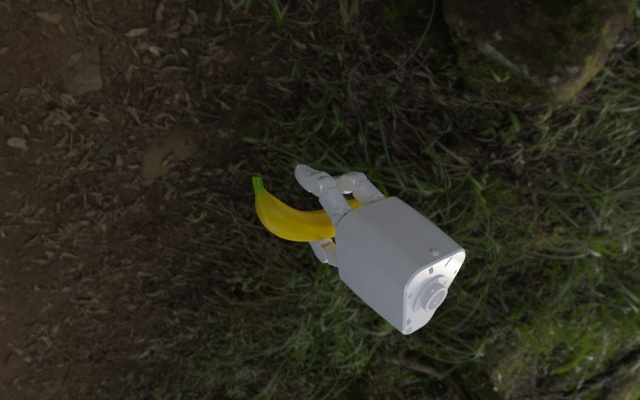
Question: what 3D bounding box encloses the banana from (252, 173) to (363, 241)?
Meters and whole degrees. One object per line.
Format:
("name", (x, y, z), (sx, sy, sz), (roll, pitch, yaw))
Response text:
("banana", (-0.009, 0.019, 0.589), (0.198, 0.069, 0.037), (11, 15, -46))
